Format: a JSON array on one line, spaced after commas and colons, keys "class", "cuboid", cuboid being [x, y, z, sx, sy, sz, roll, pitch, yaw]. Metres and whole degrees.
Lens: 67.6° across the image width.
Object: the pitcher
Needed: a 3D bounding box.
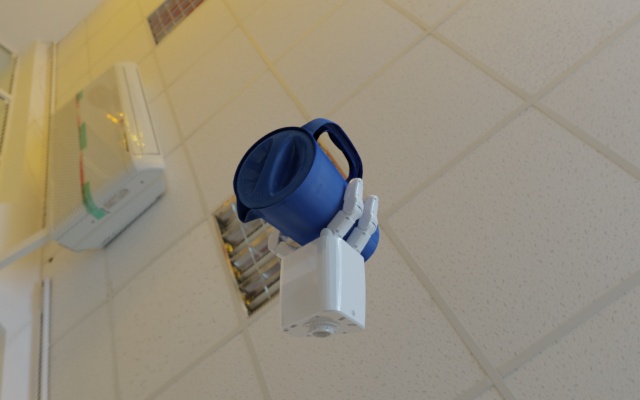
[{"class": "pitcher", "cuboid": [0.000, 0.003, 0.717, 0.149, 0.145, 0.243, -18, -38, 24]}]
